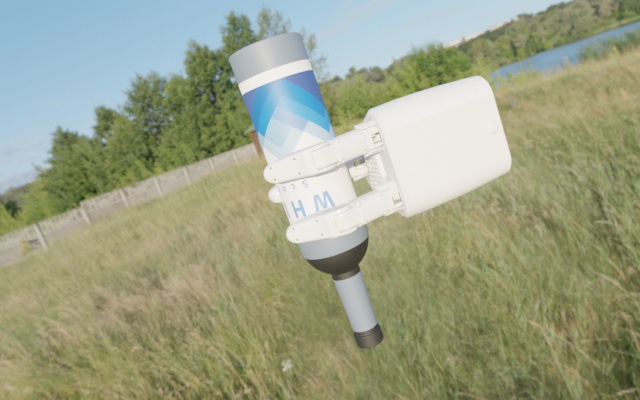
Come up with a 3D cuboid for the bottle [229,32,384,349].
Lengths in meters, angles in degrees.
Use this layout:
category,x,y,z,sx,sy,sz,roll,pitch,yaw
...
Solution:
category,x,y,z,sx,sy,sz,roll,pitch,yaw
bottle,0.000,0.001,0.443,0.069,0.296,0.069,-19,10,3
